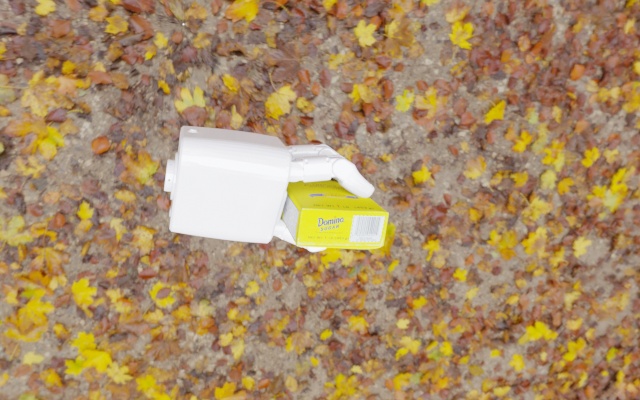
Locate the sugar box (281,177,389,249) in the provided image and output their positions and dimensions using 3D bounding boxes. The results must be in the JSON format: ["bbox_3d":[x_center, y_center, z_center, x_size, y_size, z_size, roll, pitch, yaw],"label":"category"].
[{"bbox_3d":[0.000,0.001,0.542,0.093,0.048,0.176,4,18,-18],"label":"sugar box"}]
